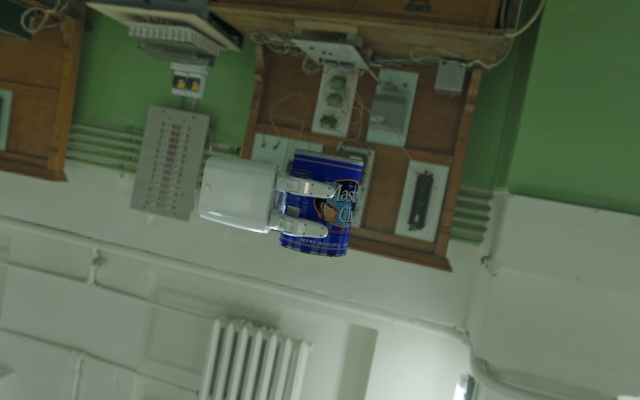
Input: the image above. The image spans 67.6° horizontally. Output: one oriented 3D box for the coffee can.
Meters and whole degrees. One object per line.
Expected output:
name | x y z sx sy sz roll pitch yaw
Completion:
coffee can | 0.000 0.002 0.701 0.103 0.140 0.103 10 4 -1
